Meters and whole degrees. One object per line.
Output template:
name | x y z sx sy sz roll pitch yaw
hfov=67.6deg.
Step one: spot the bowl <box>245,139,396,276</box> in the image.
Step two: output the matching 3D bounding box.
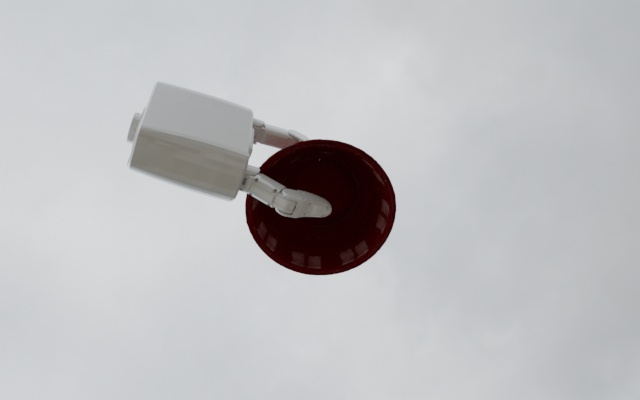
bowl | 0.001 0.002 0.532 0.162 0.162 0.055 0 25 0
